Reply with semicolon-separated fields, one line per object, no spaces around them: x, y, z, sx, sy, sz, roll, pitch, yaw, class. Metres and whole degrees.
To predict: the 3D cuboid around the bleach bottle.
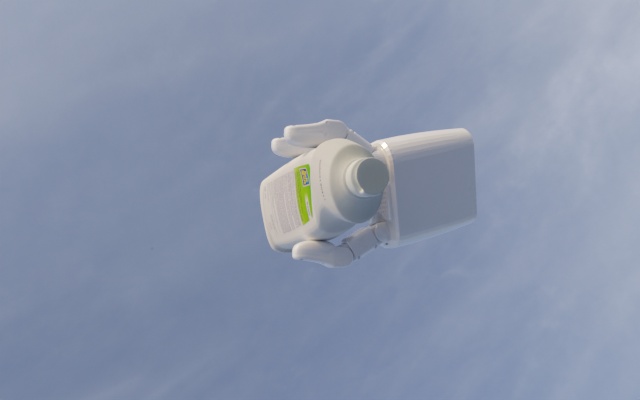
0.000;0.001;0.481;0.068;0.102;0.251;-12;-1;-20;bleach bottle
